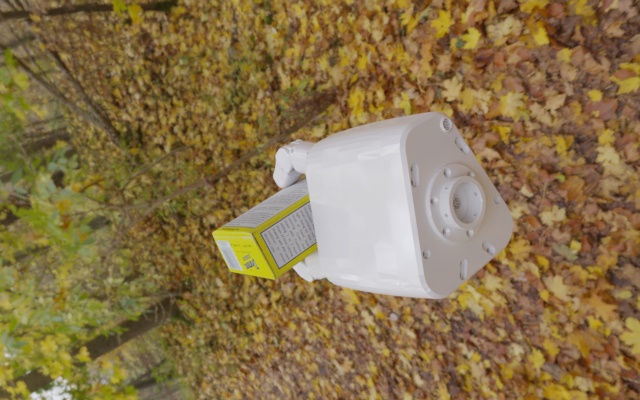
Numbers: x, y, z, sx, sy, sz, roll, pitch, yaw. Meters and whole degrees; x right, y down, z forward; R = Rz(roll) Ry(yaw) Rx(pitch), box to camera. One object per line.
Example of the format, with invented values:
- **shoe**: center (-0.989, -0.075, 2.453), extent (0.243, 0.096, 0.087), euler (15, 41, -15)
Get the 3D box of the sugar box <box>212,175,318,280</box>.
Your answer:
- **sugar box**: center (0.000, 0.002, 0.418), extent (0.176, 0.048, 0.093), euler (-30, 13, -29)
